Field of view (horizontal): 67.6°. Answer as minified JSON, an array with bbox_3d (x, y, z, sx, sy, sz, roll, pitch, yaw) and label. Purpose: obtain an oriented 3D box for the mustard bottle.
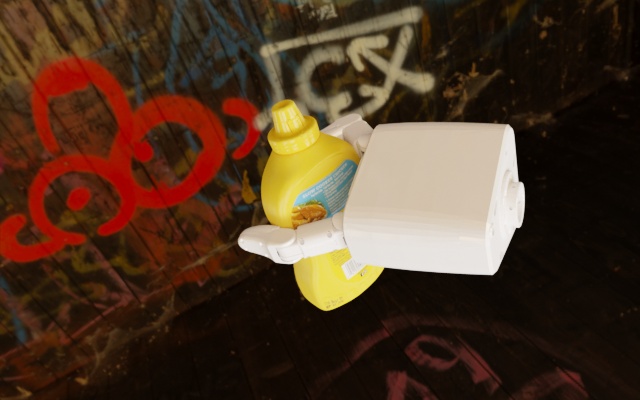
[{"bbox_3d":[0.000,0.002,0.418,0.096,0.192,0.058,-37,37,-22],"label":"mustard bottle"}]
